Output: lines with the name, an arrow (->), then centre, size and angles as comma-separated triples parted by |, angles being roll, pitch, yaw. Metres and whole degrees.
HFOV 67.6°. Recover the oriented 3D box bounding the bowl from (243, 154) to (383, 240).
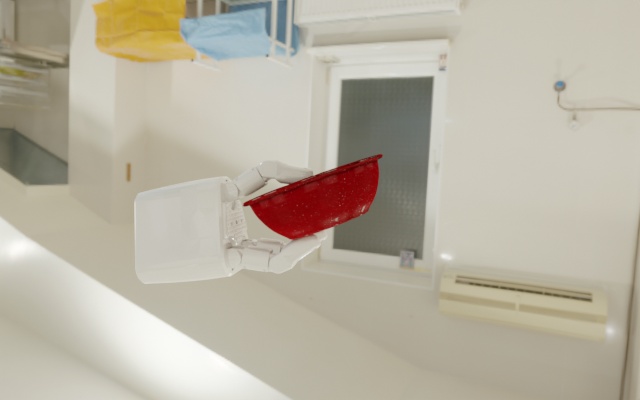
bowl -> 0.001, 0.002, 0.521 | 0.162, 0.055, 0.162 | -20, 0, 0
